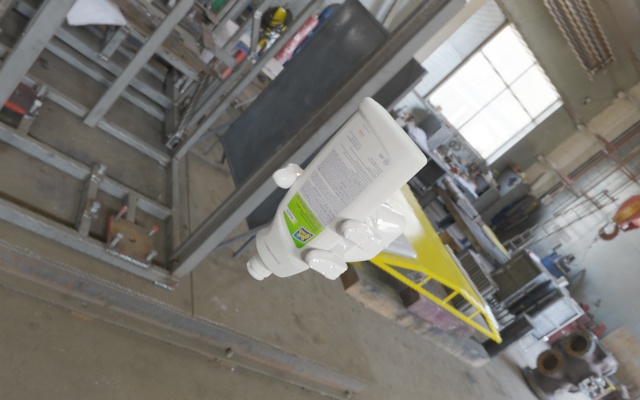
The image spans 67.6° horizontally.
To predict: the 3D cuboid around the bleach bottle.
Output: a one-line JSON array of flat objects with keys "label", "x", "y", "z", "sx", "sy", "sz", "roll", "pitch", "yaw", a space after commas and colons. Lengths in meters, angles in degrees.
[{"label": "bleach bottle", "x": 0.000, "y": 0.002, "z": 0.569, "sx": 0.251, "sy": 0.102, "sz": 0.068, "roll": -43, "pitch": -24, "yaw": 18}]
